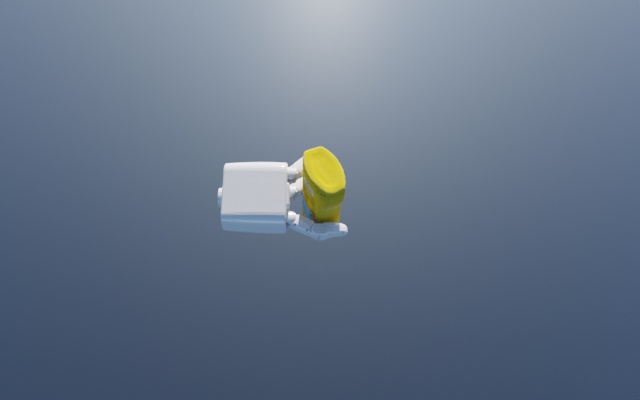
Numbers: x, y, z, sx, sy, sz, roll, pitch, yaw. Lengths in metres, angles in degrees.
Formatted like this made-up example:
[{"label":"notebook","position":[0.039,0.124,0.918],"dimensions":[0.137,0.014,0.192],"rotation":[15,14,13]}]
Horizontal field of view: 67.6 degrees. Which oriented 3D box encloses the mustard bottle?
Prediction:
[{"label":"mustard bottle","position":[0.000,0.002,0.815],"dimensions":[0.058,0.096,0.192],"rotation":[-20,-29,-16]}]
